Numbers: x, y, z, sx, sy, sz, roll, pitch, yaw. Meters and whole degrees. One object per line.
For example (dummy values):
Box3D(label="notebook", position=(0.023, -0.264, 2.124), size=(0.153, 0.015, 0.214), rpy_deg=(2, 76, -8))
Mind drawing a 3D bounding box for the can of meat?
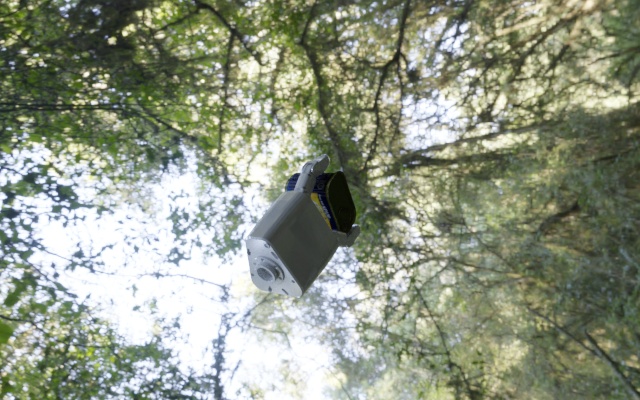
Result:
Box3D(label="can of meat", position=(0.000, 0.002, 0.764), size=(0.084, 0.102, 0.057), rpy_deg=(3, 40, 32))
